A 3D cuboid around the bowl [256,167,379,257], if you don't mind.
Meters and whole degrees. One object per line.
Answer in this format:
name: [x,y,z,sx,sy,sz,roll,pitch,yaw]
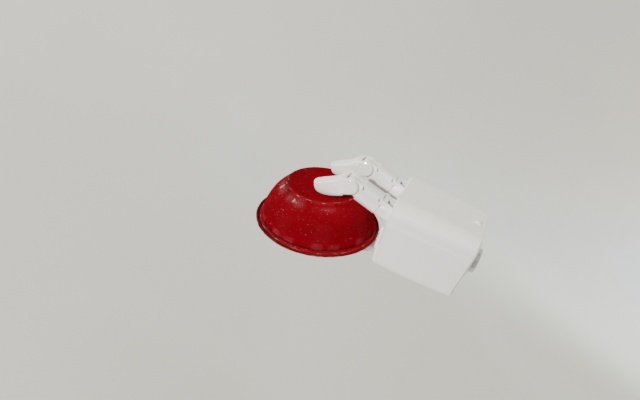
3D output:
bowl: [-0.001,0.001,0.612,0.162,0.055,0.162,6,31,-4]
